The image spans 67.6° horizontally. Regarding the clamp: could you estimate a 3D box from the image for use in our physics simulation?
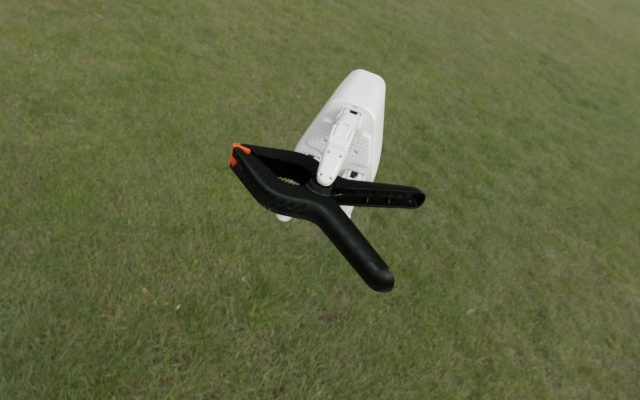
[{"bbox_3d":[0.000,0.001,0.473,0.210,0.036,0.164,22,35,2],"label":"clamp"}]
